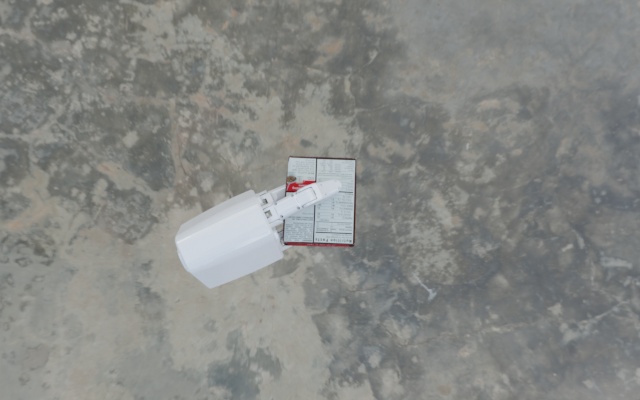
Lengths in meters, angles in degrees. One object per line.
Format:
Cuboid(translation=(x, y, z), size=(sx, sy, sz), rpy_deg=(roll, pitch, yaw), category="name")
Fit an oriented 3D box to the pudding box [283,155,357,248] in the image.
Cuboid(translation=(0.000, 0.002, 0.599), size=(0.090, 0.113, 0.039), rpy_deg=(3, -7, -1), category="pudding box")
